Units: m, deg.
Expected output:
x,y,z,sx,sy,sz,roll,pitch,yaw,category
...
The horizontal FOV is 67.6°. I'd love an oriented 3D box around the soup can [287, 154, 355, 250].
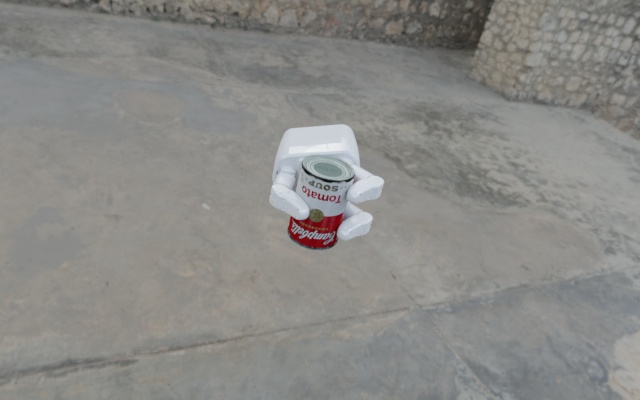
x,y,z,sx,sy,sz,roll,pitch,yaw,category
0.000,0.002,0.598,0.068,0.102,0.068,10,30,-6,soup can
